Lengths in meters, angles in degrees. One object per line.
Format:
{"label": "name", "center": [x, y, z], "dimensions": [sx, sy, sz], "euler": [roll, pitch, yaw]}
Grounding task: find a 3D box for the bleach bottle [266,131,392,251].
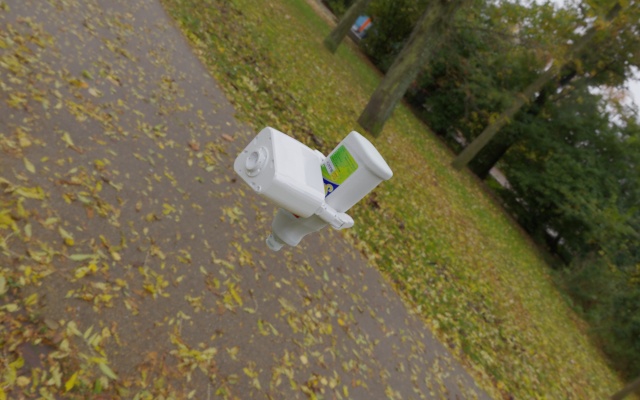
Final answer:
{"label": "bleach bottle", "center": [0.000, 0.003, 0.817], "dimensions": [0.251, 0.102, 0.068], "euler": [-44, -44, 18]}
